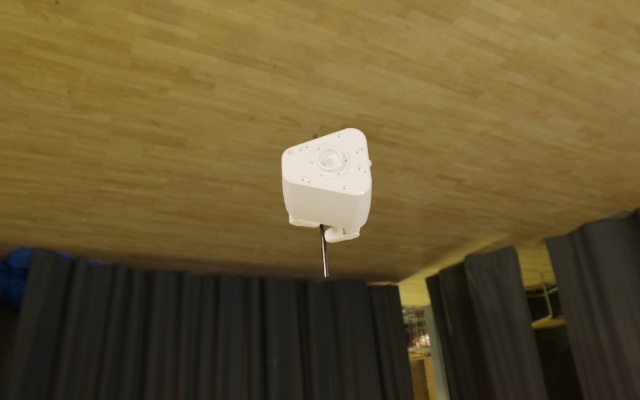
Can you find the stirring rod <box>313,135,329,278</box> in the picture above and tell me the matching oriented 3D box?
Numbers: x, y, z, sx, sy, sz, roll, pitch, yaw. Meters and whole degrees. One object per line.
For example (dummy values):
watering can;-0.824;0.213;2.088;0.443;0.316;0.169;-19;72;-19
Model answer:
stirring rod;0.000;0.002;0.741;0.011;0.239;0.011;-4;-24;-2
